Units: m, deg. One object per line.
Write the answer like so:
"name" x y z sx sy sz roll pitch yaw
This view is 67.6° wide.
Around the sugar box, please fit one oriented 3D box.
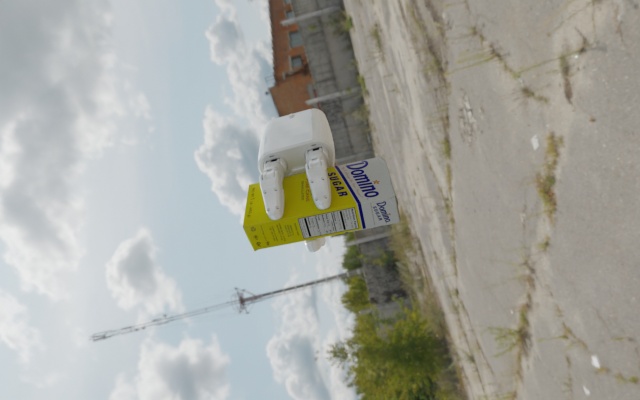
"sugar box" 0.000 0.001 0.573 0.176 0.048 0.093 -14 35 6
